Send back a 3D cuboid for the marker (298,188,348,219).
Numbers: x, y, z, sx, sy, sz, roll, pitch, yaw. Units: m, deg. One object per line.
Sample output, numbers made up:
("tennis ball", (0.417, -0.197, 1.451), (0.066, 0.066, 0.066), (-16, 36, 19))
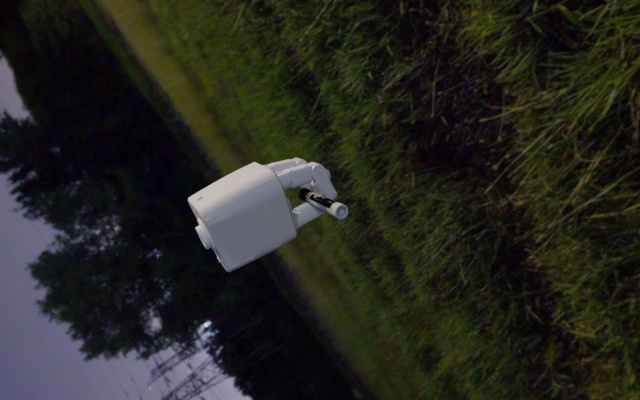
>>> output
("marker", (0.000, 0.002, 0.635), (0.020, 0.020, 0.121), (0, 12, -26))
